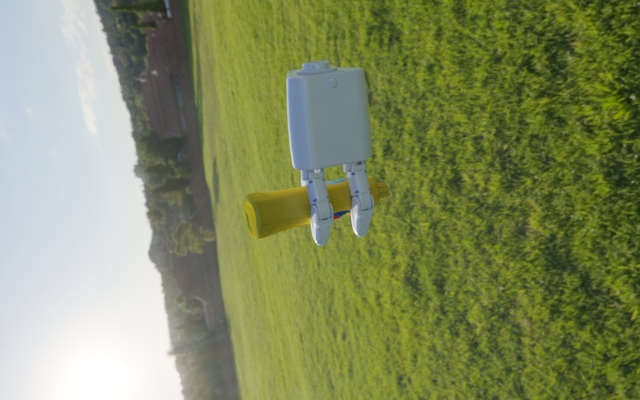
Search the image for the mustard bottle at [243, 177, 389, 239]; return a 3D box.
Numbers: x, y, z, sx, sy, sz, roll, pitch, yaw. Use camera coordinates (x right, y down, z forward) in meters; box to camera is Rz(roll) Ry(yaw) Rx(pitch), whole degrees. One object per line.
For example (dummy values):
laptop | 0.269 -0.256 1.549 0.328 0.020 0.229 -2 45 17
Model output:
mustard bottle | 0.000 0.002 0.624 0.191 0.058 0.096 -12 -4 -17
